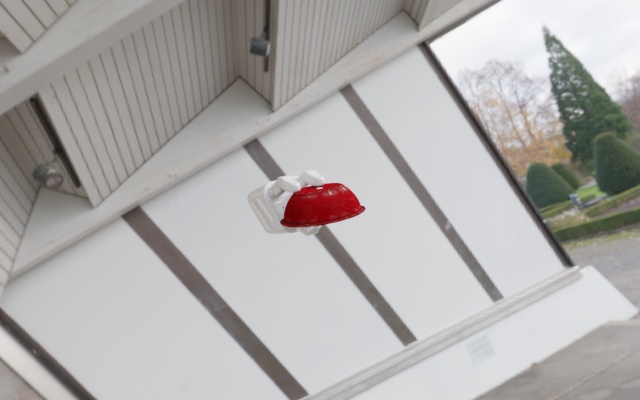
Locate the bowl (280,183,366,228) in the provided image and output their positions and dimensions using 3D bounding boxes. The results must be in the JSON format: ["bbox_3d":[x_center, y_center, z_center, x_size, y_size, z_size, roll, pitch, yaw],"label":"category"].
[{"bbox_3d":[0.001,0.002,0.885,0.162,0.055,0.162,-9,10,2],"label":"bowl"}]
